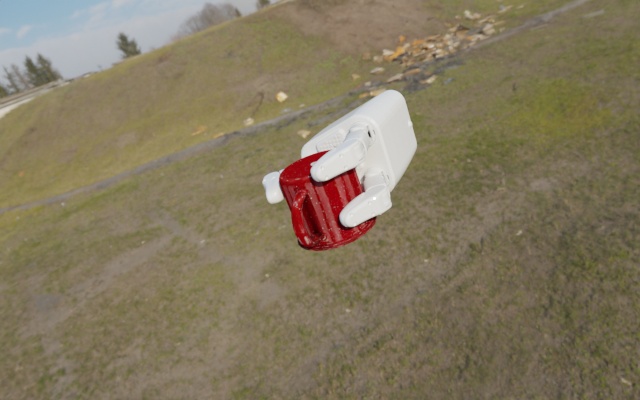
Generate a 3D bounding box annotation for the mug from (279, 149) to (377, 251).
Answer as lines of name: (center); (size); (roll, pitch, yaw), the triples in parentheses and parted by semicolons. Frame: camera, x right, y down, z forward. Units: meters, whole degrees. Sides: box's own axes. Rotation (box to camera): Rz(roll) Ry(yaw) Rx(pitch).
mug: (-0.001, 0.002, 0.508); (0.093, 0.081, 0.117); (-7, 25, 32)
